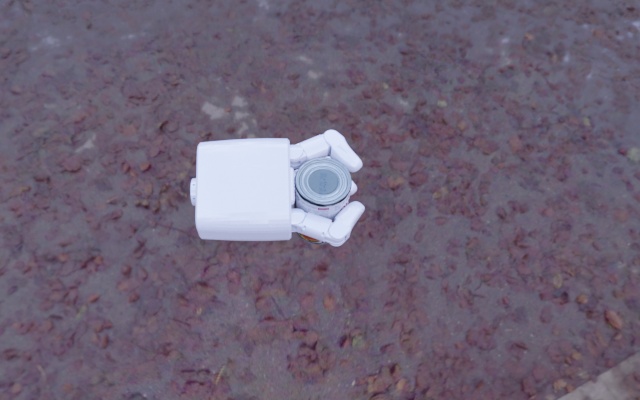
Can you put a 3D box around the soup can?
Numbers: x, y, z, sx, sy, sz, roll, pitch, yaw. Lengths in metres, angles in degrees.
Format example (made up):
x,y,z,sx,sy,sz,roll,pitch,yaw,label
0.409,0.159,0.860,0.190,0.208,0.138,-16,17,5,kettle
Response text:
x,y,z,sx,sy,sz,roll,pitch,yaw,label
0.001,0.002,0.586,0.068,0.068,0.102,0,-30,-4,soup can
